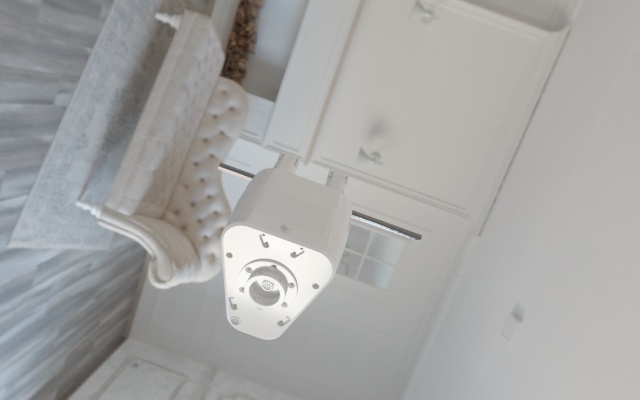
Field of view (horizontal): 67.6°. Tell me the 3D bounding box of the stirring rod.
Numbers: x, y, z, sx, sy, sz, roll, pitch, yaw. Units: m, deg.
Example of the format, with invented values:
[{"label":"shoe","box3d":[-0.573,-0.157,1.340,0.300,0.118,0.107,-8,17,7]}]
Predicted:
[{"label":"stirring rod","box3d":[0.000,0.002,0.538,0.239,0.011,0.011,20,0,-1]}]
